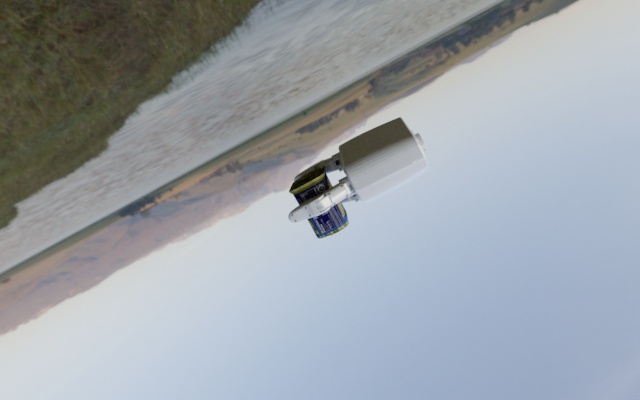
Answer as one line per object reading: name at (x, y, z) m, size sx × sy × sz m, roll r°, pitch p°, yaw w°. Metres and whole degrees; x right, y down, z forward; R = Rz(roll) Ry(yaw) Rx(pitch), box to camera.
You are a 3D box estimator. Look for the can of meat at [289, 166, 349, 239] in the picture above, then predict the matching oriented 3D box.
can of meat at (0.000, 0.003, 0.714) m, size 0.057 × 0.084 × 0.102 m, roll -28°, pitch 10°, yaw 7°
